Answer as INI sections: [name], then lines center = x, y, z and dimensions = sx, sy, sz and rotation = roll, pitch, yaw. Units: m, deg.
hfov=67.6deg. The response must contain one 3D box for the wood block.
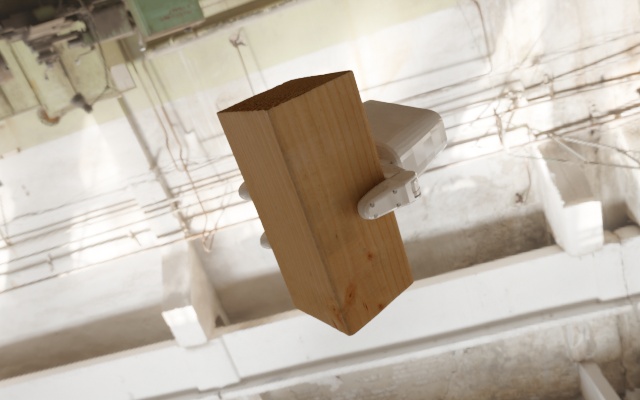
[wood block]
center = 0.001, 0.001, 0.426
dimensions = 0.090, 0.206, 0.091
rotation = -32, 24, -30
